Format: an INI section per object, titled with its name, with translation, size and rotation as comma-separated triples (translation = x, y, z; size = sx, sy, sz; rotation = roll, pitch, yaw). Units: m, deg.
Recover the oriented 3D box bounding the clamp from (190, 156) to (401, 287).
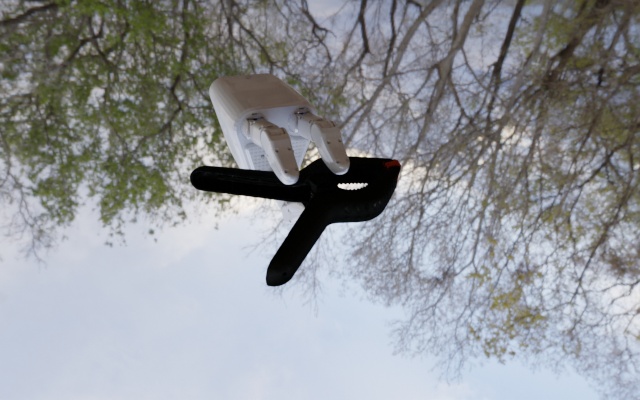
[clamp]
translation = 0.000, 0.002, 0.457
size = 0.210, 0.036, 0.164
rotation = -12, 41, -25
